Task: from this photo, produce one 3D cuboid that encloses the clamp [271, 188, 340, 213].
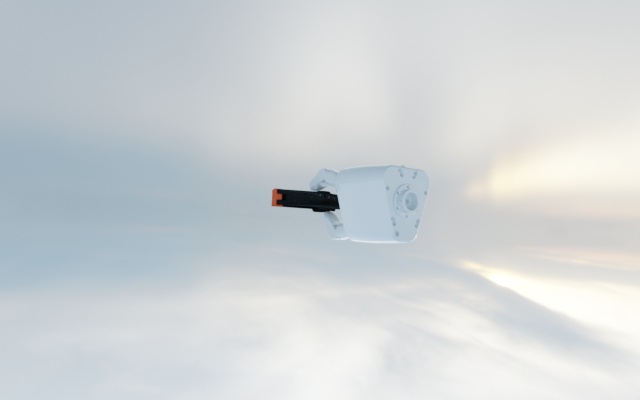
[{"bbox_3d":[0.000,0.003,0.830,0.210,0.036,0.164,4,-5,-33],"label":"clamp"}]
